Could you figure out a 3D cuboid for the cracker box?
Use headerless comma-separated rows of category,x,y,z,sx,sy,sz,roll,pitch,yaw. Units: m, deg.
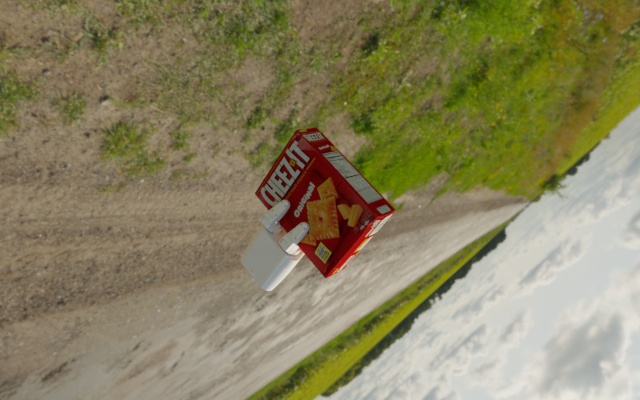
cracker box,0.000,0.003,0.845,0.072,0.213,0.164,-17,-30,-54
